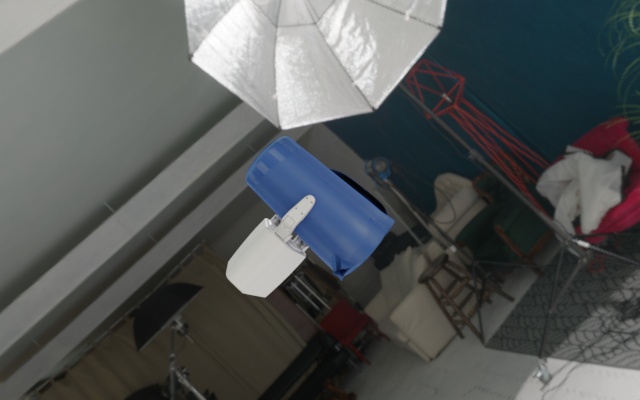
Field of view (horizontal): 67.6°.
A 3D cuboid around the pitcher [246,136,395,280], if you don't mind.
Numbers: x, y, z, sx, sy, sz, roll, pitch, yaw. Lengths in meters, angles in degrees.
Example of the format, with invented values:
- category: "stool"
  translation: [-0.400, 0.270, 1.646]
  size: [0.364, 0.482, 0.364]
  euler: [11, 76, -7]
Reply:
- category: "pitcher"
  translation: [0.000, 0.003, 0.811]
  size: [0.243, 0.145, 0.149]
  euler: [42, 0, 4]
